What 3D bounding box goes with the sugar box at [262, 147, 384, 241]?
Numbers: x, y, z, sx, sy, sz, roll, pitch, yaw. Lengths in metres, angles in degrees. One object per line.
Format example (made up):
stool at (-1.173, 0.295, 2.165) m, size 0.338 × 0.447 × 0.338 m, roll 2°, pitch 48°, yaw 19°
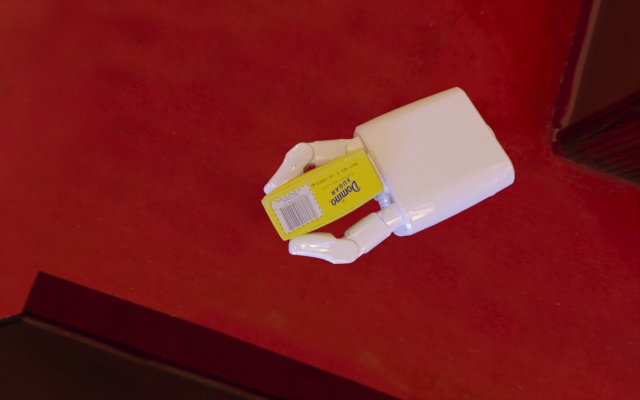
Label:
sugar box at (0.000, 0.002, 0.462) m, size 0.093 × 0.048 × 0.176 m, roll -26°, pitch -6°, yaw -3°
